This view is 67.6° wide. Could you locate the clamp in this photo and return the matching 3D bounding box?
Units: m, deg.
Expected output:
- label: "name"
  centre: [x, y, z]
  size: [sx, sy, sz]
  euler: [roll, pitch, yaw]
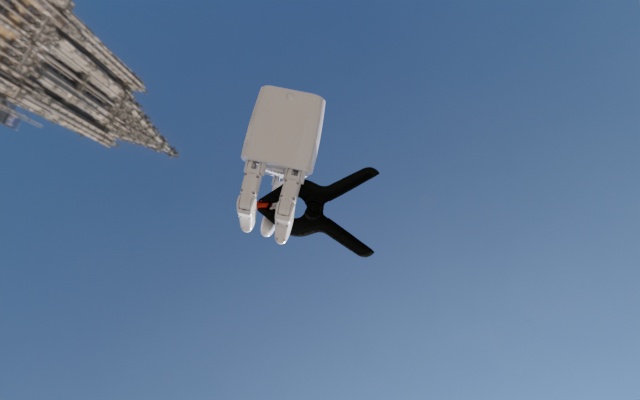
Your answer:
- label: "clamp"
  centre: [0.000, 0.002, 0.652]
  size: [0.171, 0.120, 0.039]
  euler: [12, -6, 5]
